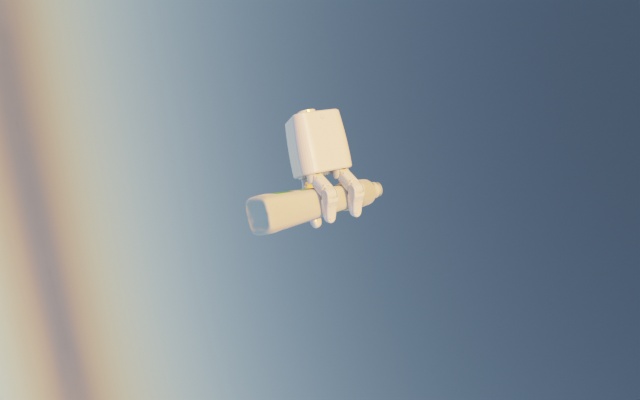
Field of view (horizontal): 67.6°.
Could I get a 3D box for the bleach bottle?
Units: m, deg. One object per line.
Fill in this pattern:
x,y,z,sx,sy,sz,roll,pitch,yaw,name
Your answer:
0.000,0.003,0.860,0.251,0.068,0.102,-13,1,-30,bleach bottle
